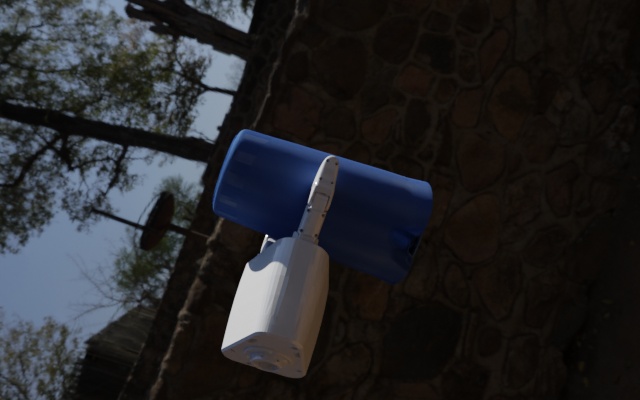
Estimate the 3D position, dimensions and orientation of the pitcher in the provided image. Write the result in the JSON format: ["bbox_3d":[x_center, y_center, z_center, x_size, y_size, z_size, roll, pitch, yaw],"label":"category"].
[{"bbox_3d":[0.000,0.002,0.588,0.243,0.145,0.149,19,-36,-7],"label":"pitcher"}]
